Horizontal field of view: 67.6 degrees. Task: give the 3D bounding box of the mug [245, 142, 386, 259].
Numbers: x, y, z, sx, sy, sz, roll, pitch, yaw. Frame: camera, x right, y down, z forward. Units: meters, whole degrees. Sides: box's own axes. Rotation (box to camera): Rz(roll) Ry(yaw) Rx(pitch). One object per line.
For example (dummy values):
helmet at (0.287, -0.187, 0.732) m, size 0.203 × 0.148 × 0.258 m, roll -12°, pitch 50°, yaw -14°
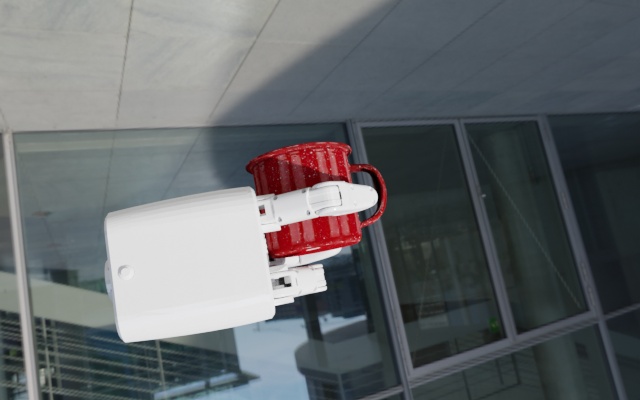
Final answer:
mug at (0.001, 0.001, 0.412) m, size 0.117 × 0.081 × 0.093 m, roll -9°, pitch -9°, yaw -11°
